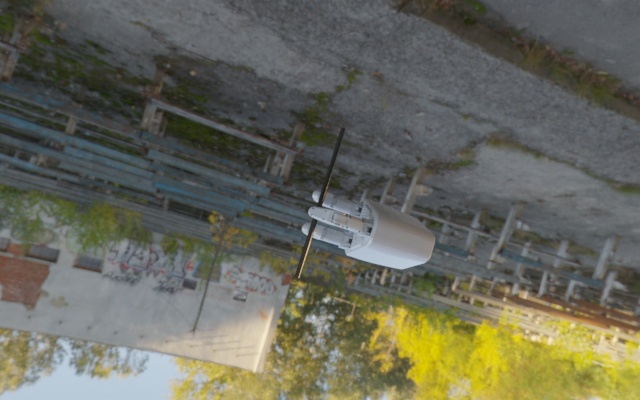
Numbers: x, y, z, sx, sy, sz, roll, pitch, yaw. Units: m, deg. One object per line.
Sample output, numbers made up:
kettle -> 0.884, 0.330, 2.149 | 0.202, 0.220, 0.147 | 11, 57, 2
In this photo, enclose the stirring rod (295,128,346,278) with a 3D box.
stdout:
stirring rod -> 0.000, 0.002, 0.735 | 0.011, 0.239, 0.011 | 17, -4, 1
